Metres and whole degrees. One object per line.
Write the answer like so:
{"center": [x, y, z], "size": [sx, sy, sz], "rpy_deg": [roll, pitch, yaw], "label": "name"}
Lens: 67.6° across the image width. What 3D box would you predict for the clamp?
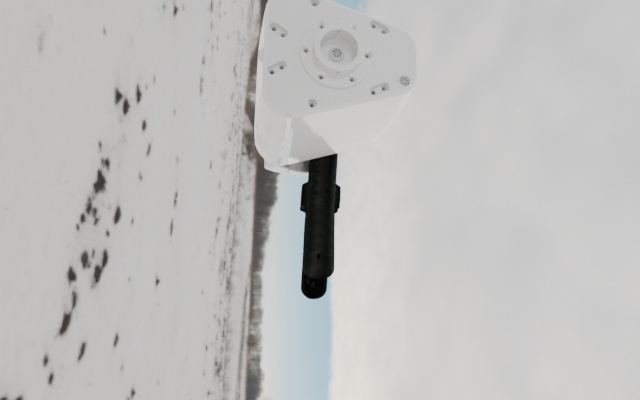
{"center": [0.001, 0.001, 0.424], "size": [0.039, 0.171, 0.120], "rpy_deg": [3, -11, -8], "label": "clamp"}
